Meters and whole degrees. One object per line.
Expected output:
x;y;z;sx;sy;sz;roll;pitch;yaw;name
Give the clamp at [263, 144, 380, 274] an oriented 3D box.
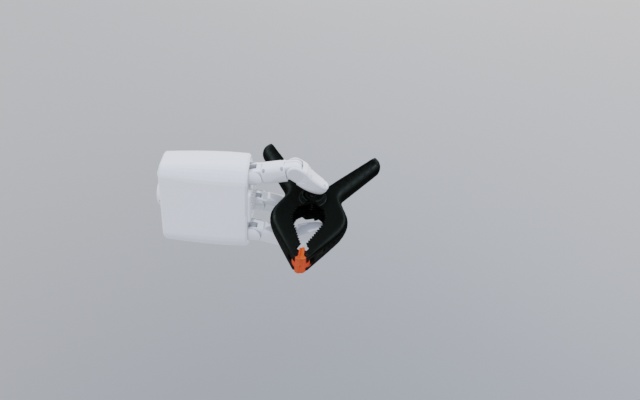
0.000;0.002;0.608;0.164;0.036;0.209;3;44;-2;clamp
